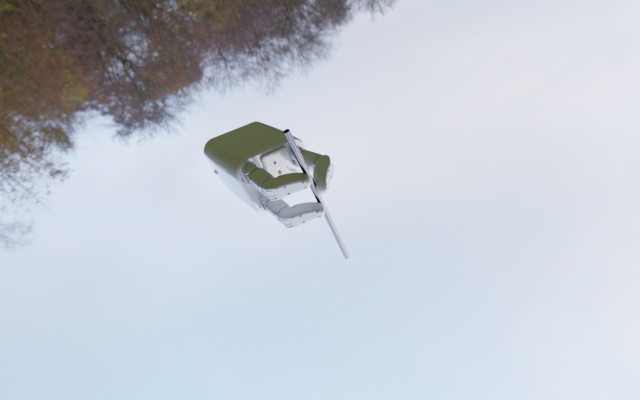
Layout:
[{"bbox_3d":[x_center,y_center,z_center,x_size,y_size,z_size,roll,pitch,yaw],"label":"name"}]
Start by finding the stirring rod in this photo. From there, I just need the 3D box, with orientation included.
[{"bbox_3d":[0.000,0.002,0.623,0.011,0.011,0.240,0,-42,26],"label":"stirring rod"}]
